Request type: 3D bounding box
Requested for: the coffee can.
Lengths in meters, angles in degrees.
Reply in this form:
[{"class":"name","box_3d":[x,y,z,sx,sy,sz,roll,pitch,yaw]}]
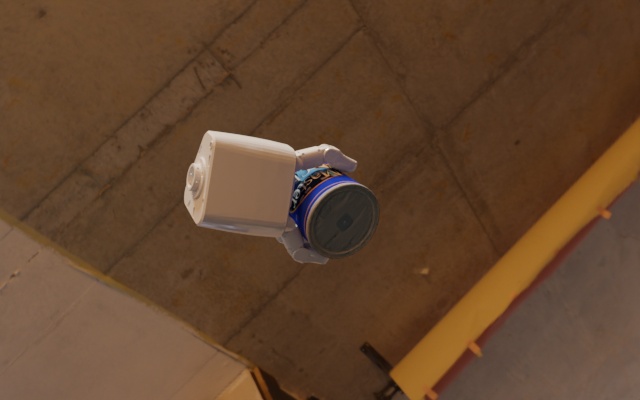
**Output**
[{"class":"coffee can","box_3d":[0.000,0.002,0.651,0.103,0.103,0.140,0,22,-28]}]
